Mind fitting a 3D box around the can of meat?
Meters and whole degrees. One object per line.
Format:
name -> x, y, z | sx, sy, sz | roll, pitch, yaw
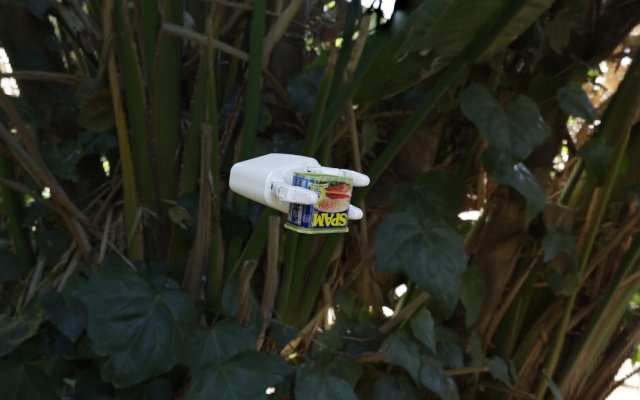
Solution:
can of meat -> 0.000, 0.002, 0.724 | 0.102, 0.084, 0.057 | 1, 10, -42
